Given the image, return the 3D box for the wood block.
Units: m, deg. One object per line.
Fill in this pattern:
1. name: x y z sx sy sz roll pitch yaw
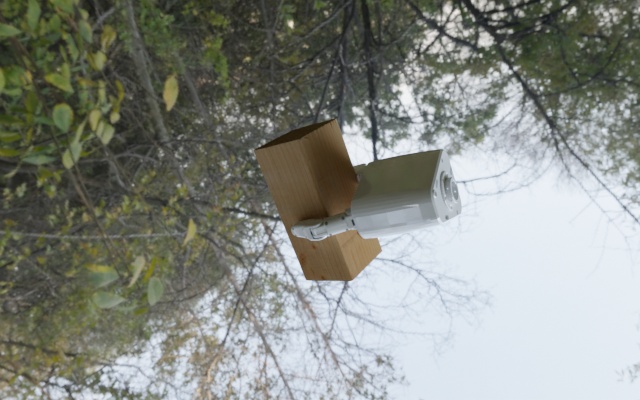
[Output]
1. wood block: 0.000 0.002 0.675 0.090 0.206 0.090 -7 20 42
